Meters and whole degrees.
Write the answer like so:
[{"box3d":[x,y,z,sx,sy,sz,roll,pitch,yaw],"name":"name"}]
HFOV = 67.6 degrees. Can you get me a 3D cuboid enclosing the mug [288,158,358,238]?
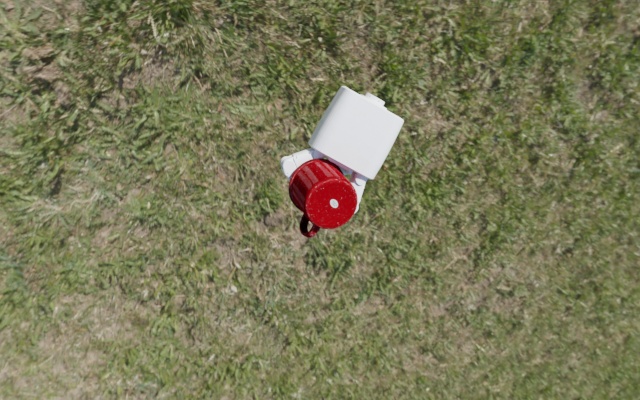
[{"box3d":[-0.001,0.004,0.719,0.093,0.117,0.081,24,12,-24],"name":"mug"}]
